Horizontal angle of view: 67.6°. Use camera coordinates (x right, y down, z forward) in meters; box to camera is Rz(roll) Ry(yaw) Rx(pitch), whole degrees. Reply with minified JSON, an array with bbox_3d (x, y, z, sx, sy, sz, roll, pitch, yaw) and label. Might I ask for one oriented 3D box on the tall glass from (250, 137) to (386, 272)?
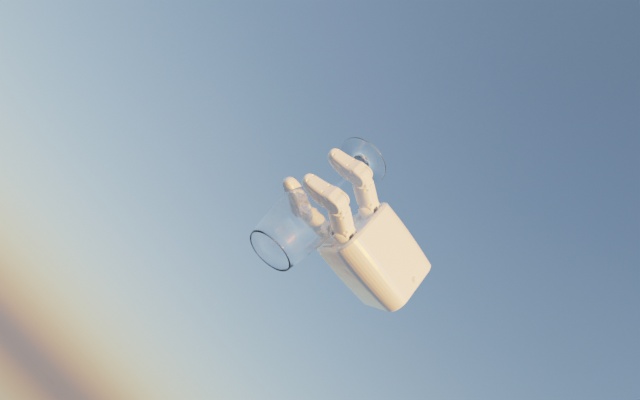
[{"bbox_3d":[0.000,0.001,0.608,0.079,0.079,0.201,0,35,47],"label":"tall glass"}]
